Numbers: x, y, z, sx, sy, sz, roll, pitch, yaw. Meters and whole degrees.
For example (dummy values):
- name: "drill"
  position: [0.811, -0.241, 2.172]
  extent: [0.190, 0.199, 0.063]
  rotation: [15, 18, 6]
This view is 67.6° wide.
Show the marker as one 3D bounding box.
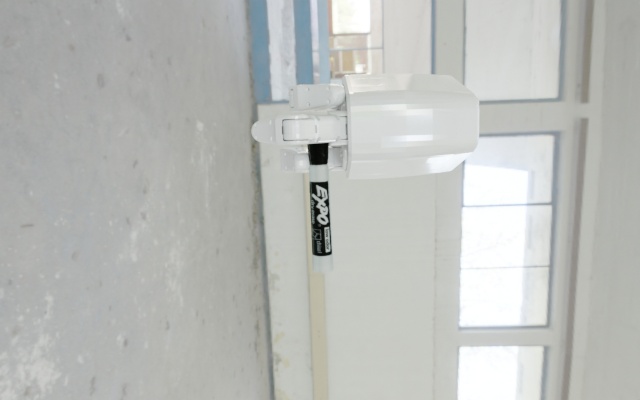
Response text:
- name: "marker"
  position: [0.000, 0.001, 0.407]
  extent: [0.020, 0.121, 0.020]
  rotation: [-2, 10, 0]
